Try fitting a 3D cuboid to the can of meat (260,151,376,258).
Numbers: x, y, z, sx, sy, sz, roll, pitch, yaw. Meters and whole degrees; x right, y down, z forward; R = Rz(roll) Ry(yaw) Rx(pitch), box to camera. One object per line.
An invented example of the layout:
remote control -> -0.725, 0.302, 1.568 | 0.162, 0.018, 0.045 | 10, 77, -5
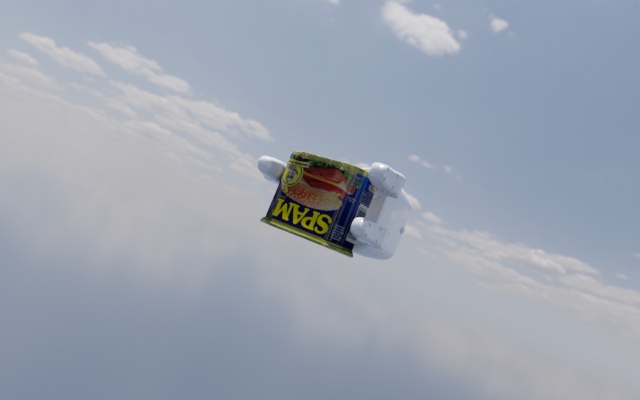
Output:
can of meat -> 0.000, 0.001, 0.493 | 0.102, 0.084, 0.057 | 19, -6, 32
